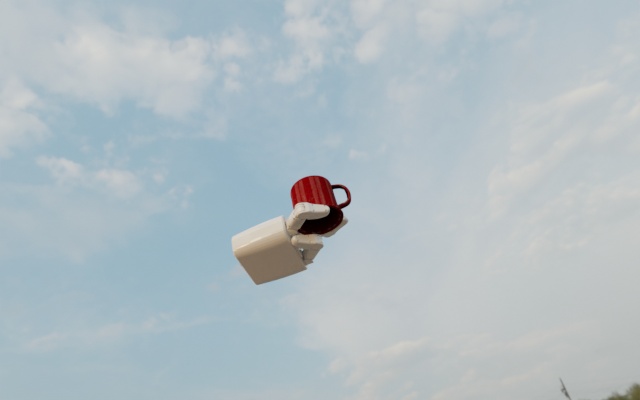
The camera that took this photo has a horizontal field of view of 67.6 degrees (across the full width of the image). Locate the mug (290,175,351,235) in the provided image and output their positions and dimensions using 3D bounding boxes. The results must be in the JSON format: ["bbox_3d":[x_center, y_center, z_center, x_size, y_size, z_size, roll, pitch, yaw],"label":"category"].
[{"bbox_3d":[0.001,0.002,0.897,0.117,0.081,0.093,-21,-37,6],"label":"mug"}]
